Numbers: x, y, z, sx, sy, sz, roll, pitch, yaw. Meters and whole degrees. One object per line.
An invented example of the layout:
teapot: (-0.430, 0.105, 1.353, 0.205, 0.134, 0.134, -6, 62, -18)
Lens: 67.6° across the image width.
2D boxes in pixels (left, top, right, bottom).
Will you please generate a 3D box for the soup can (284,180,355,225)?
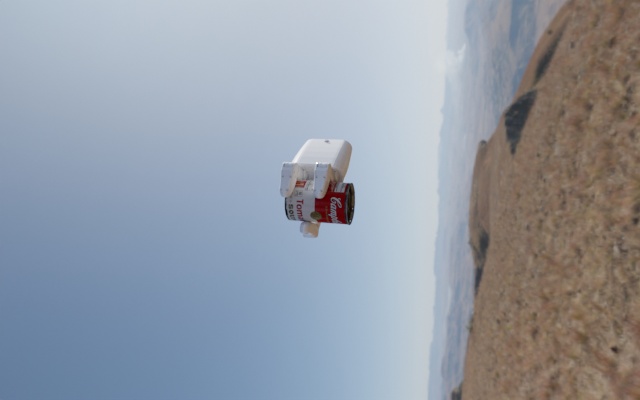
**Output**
soup can: (0.000, 0.003, 0.773, 0.102, 0.068, 0.068, 3, 1, 14)
